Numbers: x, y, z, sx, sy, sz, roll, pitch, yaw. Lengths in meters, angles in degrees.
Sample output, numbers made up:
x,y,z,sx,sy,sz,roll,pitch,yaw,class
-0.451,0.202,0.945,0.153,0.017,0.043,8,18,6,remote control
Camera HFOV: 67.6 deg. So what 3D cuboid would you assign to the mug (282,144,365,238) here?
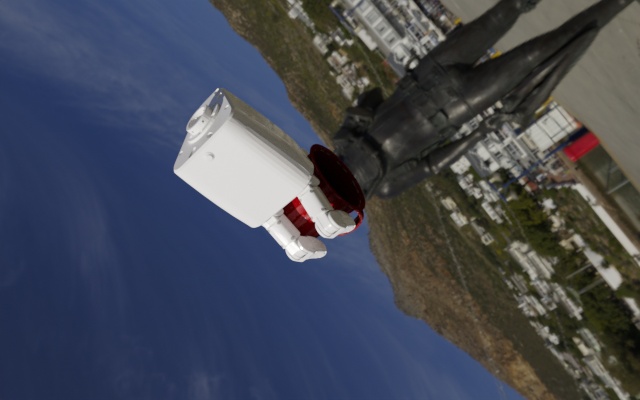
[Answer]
x,y,z,sx,sy,sz,roll,pitch,yaw,class
0.001,0.003,0.563,0.081,0.093,0.117,-38,-57,22,mug
